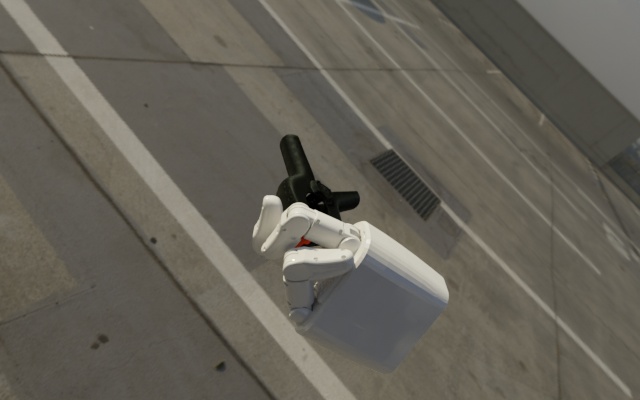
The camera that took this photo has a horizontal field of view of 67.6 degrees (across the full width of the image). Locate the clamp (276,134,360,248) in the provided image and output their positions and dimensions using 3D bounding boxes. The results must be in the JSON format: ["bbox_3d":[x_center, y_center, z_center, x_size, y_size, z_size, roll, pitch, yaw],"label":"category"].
[{"bbox_3d":[0.000,0.001,0.512,0.120,0.039,0.171,32,30,-19],"label":"clamp"}]
